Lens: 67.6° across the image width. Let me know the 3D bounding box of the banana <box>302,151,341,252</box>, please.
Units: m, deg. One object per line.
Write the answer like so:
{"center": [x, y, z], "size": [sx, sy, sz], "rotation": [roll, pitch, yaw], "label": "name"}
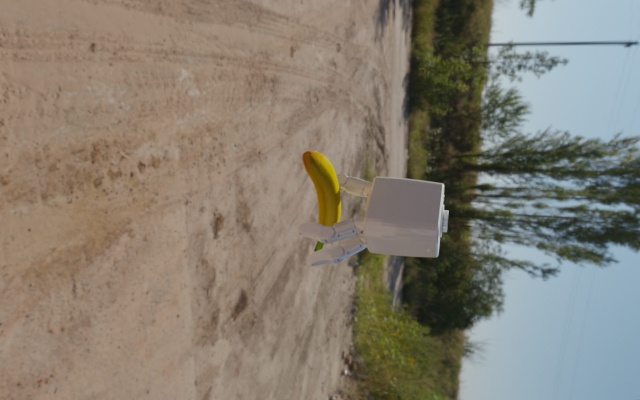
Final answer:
{"center": [0.006, -0.007, 0.719], "size": [0.037, 0.198, 0.069], "rotation": [7, 43, 17], "label": "banana"}
